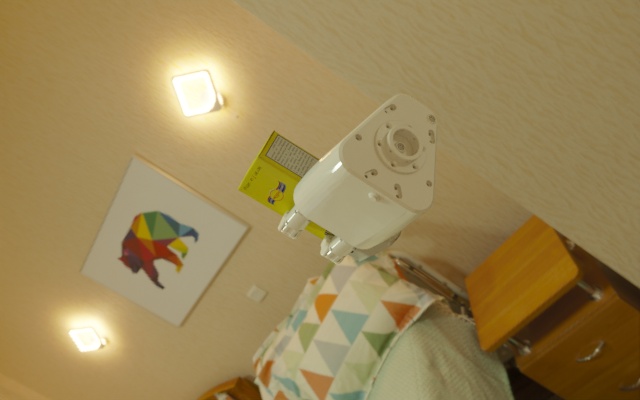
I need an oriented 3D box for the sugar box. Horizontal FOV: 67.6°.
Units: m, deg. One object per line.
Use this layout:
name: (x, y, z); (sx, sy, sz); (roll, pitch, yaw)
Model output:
sugar box: (0.000, 0.002, 0.545); (0.176, 0.048, 0.093); (33, -30, -8)
